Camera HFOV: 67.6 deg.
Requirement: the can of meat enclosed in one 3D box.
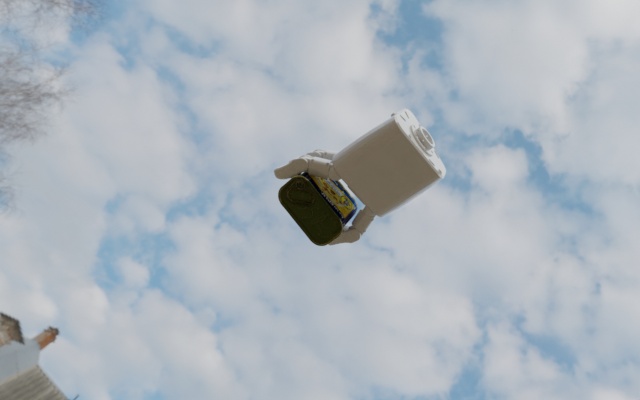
[{"bbox_3d":[0.000,0.002,0.685,0.057,0.102,0.084,-38,2,29],"label":"can of meat"}]
